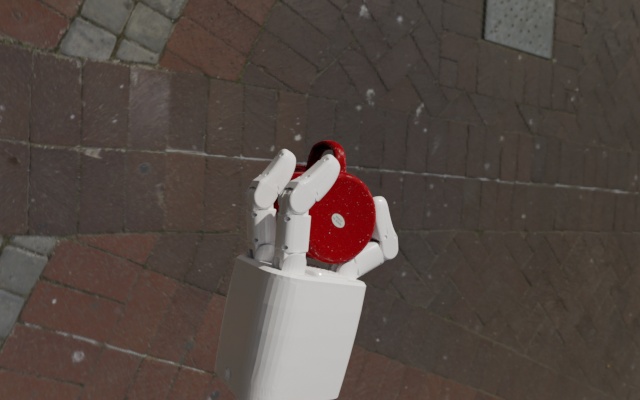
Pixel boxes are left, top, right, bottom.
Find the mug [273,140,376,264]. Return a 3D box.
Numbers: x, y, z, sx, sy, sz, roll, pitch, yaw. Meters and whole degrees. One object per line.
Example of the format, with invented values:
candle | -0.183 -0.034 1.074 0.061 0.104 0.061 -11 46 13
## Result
mug | 0.001 0.000 0.448 0.093 0.117 0.081 14 -3 -31
